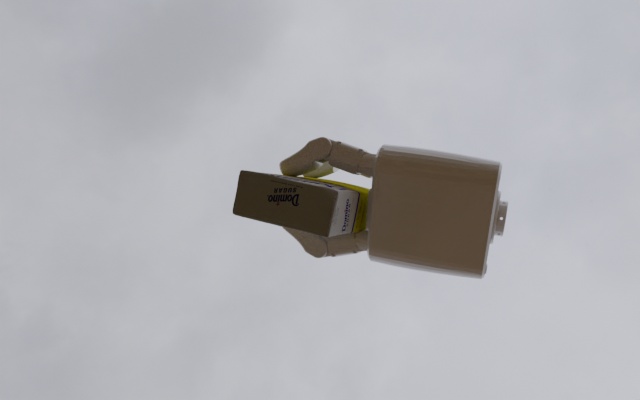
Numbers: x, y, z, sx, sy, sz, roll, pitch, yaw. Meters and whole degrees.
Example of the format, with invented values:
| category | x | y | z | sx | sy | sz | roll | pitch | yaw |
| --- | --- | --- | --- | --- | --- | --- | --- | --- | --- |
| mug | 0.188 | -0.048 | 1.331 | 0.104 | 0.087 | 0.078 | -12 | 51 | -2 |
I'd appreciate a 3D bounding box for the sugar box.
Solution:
| category | x | y | z | sx | sy | sz | roll | pitch | yaw |
| --- | --- | --- | --- | --- | --- | --- | --- | --- | --- |
| sugar box | 0.000 | 0.001 | 0.471 | 0.093 | 0.048 | 0.176 | 12 | 2 | 20 |
